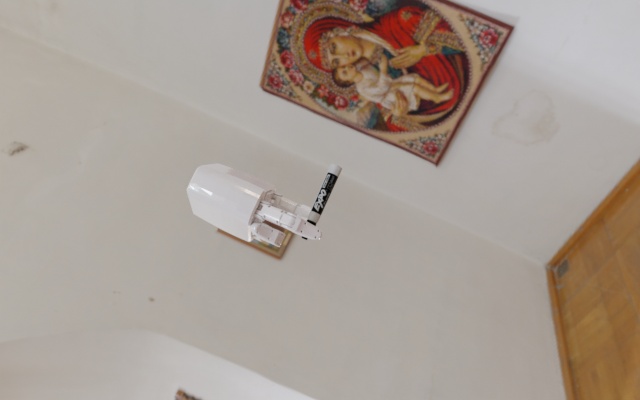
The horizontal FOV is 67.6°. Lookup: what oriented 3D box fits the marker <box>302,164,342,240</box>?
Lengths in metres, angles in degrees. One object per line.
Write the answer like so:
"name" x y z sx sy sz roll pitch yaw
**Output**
"marker" 0.000 0.002 0.715 0.020 0.121 0.020 24 -9 4
